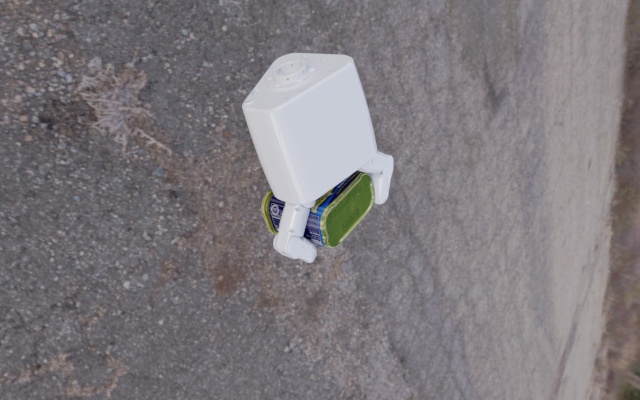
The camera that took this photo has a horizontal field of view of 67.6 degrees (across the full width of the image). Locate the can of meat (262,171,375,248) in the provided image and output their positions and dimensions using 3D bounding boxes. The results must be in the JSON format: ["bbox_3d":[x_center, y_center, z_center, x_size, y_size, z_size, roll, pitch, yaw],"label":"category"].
[{"bbox_3d":[0.000,0.002,0.534,0.084,0.057,0.102,14,44,35],"label":"can of meat"}]
